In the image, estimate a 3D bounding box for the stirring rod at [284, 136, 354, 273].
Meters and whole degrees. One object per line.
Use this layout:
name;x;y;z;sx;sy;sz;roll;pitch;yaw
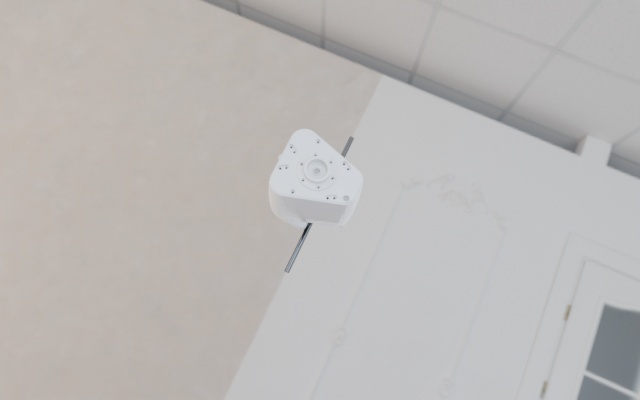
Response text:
stirring rod;0.000;0.003;0.745;0.011;0.239;0.011;24;-15;7
